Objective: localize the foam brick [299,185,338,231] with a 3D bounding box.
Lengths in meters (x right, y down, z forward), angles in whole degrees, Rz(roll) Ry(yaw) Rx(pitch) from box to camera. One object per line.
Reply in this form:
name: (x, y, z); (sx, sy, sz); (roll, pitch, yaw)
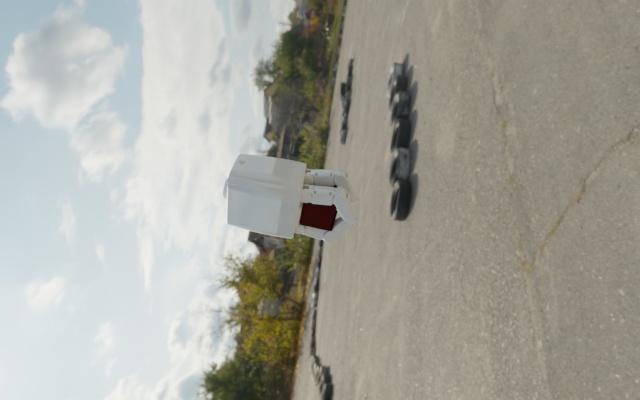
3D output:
foam brick: (0.000, 0.002, 0.745); (0.051, 0.053, 0.078); (12, 28, -3)
